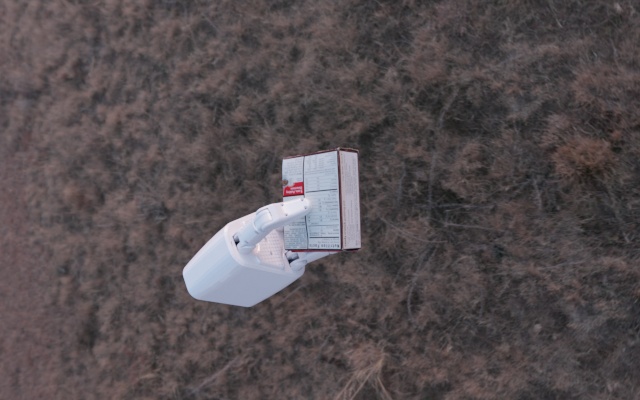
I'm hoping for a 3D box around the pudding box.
[{"bbox_3d":[0.000,0.002,0.540,0.090,0.113,0.039,-4,-2,41],"label":"pudding box"}]
